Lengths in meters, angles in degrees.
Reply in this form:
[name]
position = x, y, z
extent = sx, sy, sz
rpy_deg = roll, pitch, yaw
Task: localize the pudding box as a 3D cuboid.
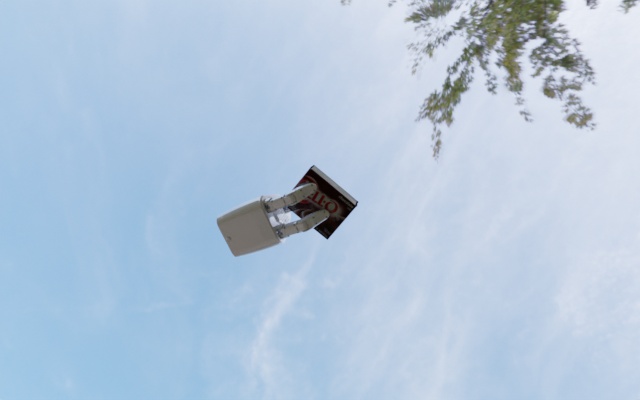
[pudding box]
position = 0.000, 0.003, 0.894
extent = 0.113, 0.090, 0.039
rpy_deg = 38, 22, -3
